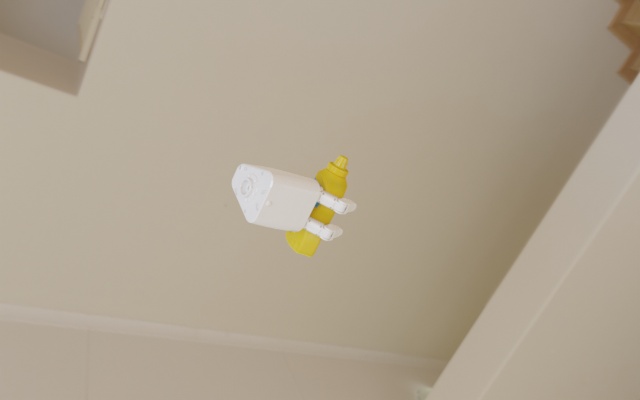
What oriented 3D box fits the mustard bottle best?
[{"bbox_3d":[0.000,0.003,0.889,0.058,0.192,0.096,21,16,-21],"label":"mustard bottle"}]
